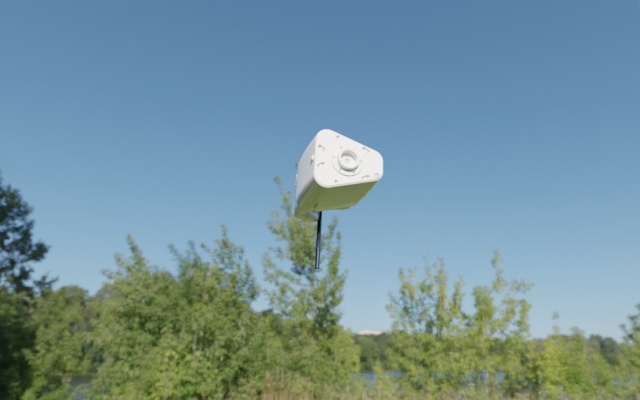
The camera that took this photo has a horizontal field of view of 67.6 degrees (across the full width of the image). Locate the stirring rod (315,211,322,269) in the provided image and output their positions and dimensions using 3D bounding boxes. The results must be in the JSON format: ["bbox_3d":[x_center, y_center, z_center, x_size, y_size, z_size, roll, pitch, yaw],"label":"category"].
[{"bbox_3d":[0.000,0.003,0.850,0.011,0.239,0.011,3,-21,1],"label":"stirring rod"}]
